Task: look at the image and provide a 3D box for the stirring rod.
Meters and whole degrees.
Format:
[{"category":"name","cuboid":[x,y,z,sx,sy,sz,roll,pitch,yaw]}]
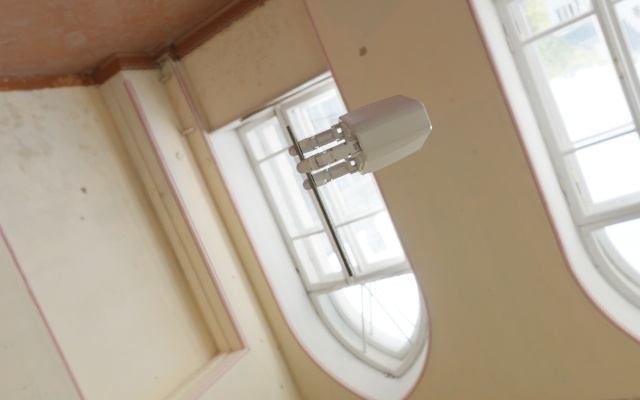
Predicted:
[{"category":"stirring rod","cuboid":[0.000,0.002,0.702,0.011,0.239,0.011,-23,6,2]}]
